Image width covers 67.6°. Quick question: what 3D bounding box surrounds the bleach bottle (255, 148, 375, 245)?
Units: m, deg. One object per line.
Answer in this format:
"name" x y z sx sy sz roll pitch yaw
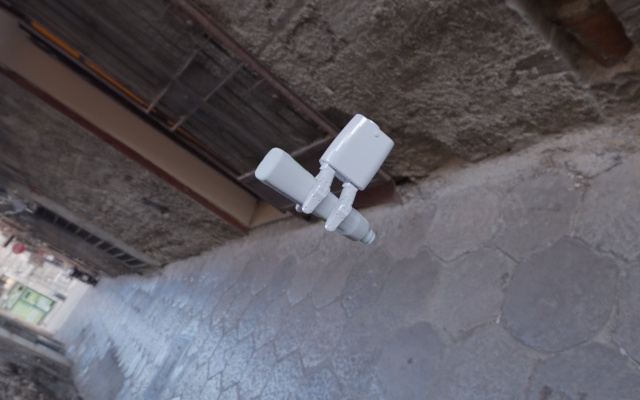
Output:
"bleach bottle" 0.000 0.003 0.894 0.251 0.068 0.102 37 -2 -21
